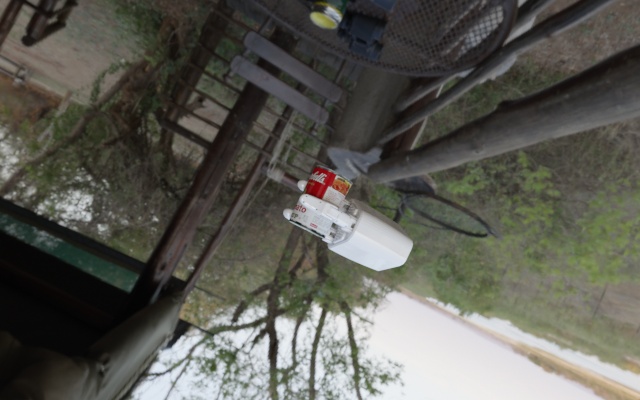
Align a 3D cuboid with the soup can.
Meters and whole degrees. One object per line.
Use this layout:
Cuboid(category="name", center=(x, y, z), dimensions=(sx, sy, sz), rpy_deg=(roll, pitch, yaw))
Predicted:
Cuboid(category="soup can", center=(0.000, 0.003, 0.781), dimensions=(0.068, 0.102, 0.068), rpy_deg=(26, -5, 3))
